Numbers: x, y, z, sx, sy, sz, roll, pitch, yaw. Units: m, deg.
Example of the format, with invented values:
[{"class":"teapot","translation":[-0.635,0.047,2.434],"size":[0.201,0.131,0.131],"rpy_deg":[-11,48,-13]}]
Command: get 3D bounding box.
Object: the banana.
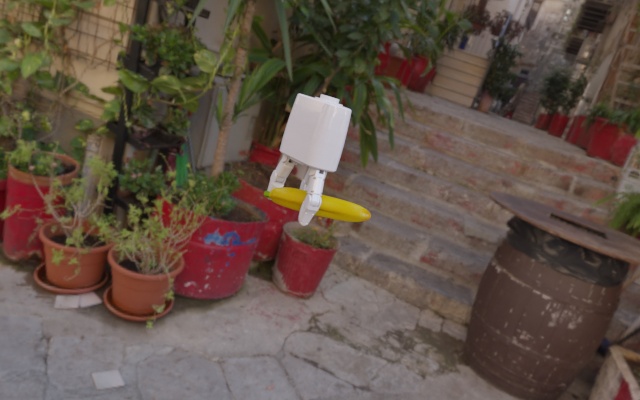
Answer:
[{"class":"banana","translation":[-0.003,0.005,0.836],"size":[0.198,0.037,0.069],"rpy_deg":[14,10,-3]}]
